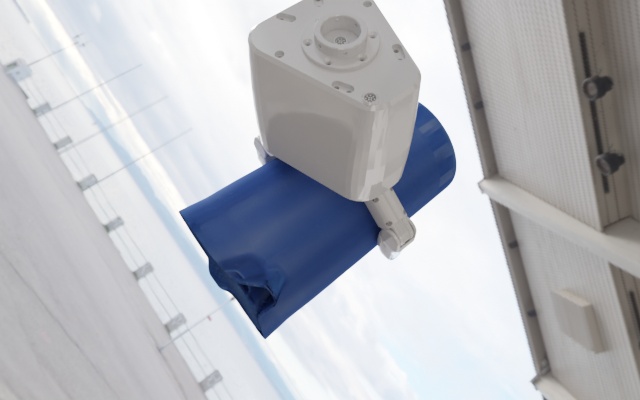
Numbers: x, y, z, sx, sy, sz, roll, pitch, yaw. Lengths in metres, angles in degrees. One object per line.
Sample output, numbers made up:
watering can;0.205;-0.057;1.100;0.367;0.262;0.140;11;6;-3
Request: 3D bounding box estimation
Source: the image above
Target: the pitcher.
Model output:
pitcher;0.000;0.001;0.454;0.243;0.149;0.145;-34;-24;-16
